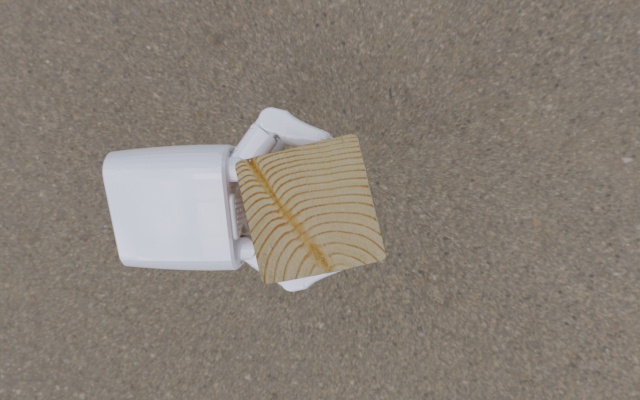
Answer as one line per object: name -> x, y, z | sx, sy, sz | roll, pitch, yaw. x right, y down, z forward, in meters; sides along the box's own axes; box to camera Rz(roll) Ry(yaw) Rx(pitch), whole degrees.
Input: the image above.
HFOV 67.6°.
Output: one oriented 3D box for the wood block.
wood block -> 0.000, 0.002, 0.428 | 0.090, 0.091, 0.206 | -13, 2, 5
